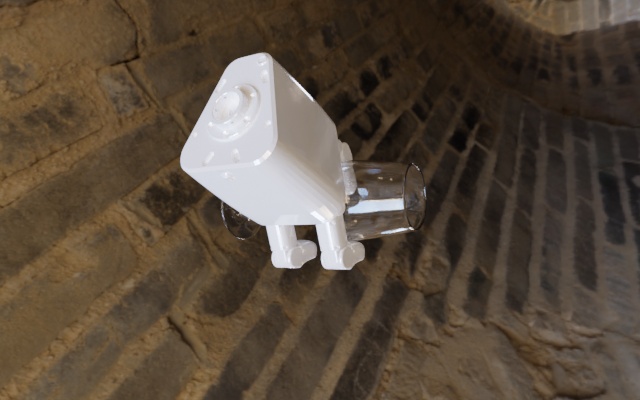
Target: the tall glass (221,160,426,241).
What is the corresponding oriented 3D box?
[{"bbox_3d":[0.000,0.002,0.481,0.201,0.079,0.079,-3,-2,30],"label":"tall glass"}]
